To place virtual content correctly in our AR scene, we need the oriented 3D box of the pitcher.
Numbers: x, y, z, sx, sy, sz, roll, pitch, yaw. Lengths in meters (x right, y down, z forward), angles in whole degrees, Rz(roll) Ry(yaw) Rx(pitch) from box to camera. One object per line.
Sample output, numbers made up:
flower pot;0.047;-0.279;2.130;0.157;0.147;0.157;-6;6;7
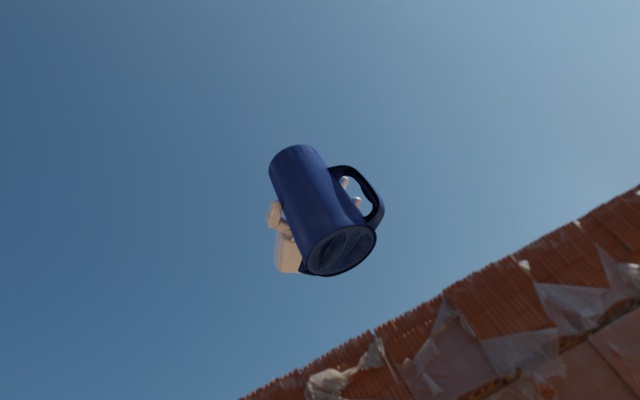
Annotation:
pitcher;0.000;0.003;0.868;0.149;0.145;0.242;-10;49;-23
